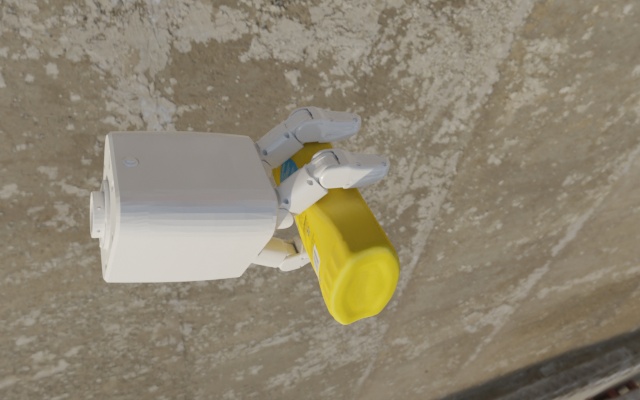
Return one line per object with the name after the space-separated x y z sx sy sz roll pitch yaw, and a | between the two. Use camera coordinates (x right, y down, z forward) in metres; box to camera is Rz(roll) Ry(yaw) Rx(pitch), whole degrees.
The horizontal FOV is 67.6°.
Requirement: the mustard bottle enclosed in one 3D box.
0.000 0.001 0.407 0.058 0.191 0.096 -16 -41 -13 | mustard bottle
